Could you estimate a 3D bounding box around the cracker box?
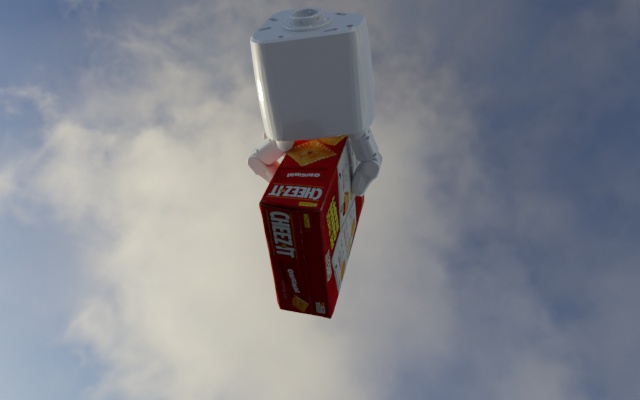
[{"bbox_3d":[0.000,0.002,0.569,0.072,0.164,0.213,6,40,14],"label":"cracker box"}]
